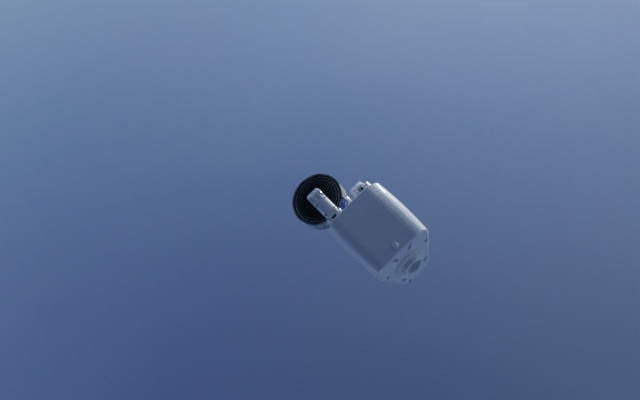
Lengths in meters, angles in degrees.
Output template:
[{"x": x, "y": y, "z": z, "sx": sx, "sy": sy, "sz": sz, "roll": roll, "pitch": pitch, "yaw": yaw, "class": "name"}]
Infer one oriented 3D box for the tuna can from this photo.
[{"x": 0.000, "y": 0.003, "z": 0.769, "sx": 0.086, "sy": 0.086, "sz": 0.034, "roll": 0, "pitch": -20, "yaw": 25, "class": "tuna can"}]
